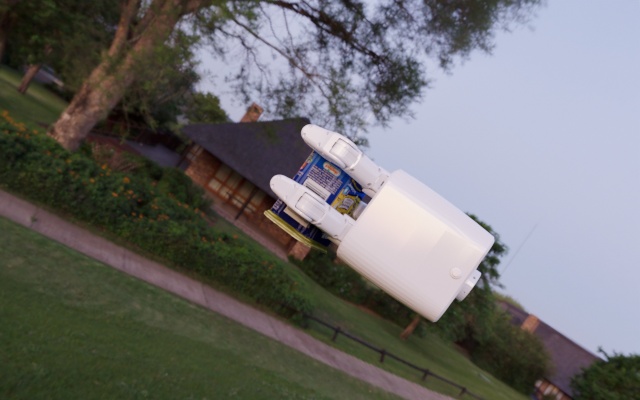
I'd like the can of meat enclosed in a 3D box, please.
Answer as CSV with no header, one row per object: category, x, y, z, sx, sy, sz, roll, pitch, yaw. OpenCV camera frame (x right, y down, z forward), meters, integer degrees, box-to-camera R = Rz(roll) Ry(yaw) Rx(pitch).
can of meat,0.000,0.001,0.484,0.057,0.084,0.102,36,-1,18
